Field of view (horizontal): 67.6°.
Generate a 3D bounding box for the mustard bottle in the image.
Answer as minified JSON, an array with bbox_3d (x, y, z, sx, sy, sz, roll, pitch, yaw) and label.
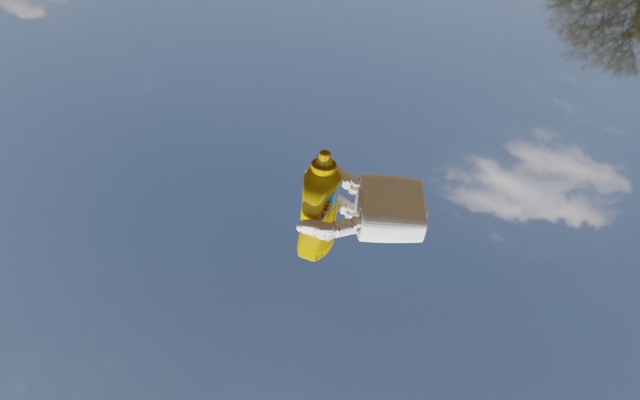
[{"bbox_3d":[0.000,0.003,0.790,0.058,0.192,0.096,19,39,16],"label":"mustard bottle"}]
